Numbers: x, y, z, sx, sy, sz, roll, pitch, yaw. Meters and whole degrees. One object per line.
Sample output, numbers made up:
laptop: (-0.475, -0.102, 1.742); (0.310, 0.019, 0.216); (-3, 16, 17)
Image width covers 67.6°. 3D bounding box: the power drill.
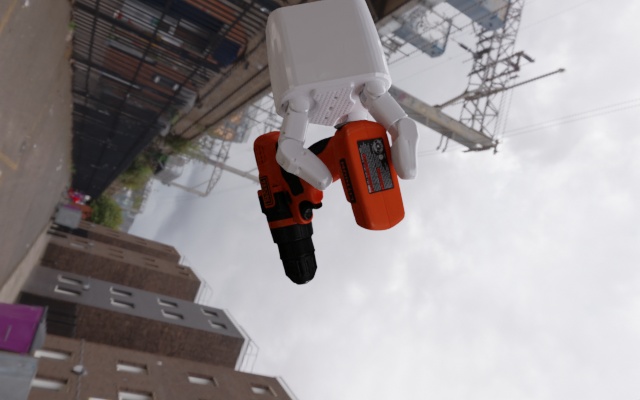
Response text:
power drill: (0.000, 0.001, 0.512); (0.057, 0.184, 0.187); (-17, 3, -39)
